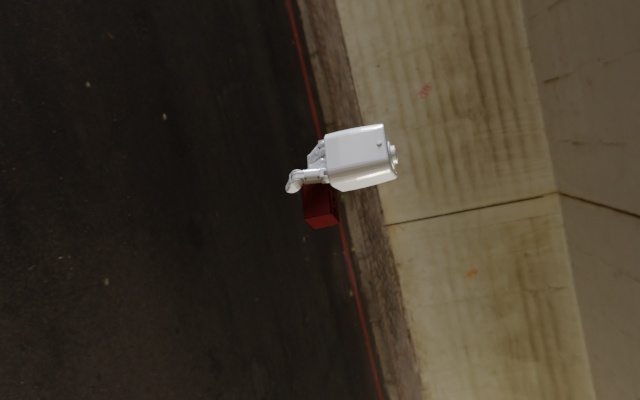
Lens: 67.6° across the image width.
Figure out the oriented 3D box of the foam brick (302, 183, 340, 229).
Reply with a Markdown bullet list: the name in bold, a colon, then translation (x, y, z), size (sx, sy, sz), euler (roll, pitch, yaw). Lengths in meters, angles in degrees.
- **foam brick**: translation (0.000, 0.003, 0.842), size (0.051, 0.078, 0.053), euler (-11, -25, 14)
